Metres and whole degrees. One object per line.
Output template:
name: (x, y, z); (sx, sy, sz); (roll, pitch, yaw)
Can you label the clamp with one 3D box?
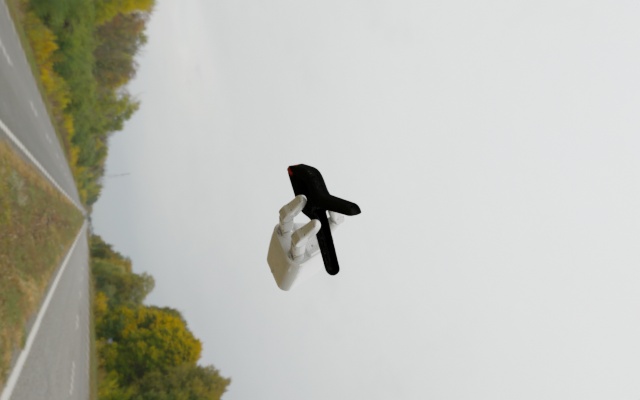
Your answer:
clamp: (0.001, 0.002, 0.818); (0.036, 0.210, 0.165); (-11, -34, -28)
